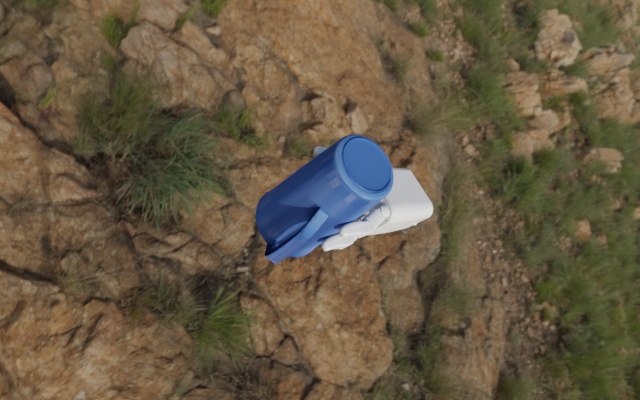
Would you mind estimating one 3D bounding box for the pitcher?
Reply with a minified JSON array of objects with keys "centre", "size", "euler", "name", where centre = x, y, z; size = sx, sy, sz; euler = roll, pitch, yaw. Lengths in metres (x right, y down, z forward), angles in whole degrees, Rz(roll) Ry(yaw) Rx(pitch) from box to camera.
[{"centre":[0.000,0.002,0.772],"size":[0.145,0.149,0.243],"euler":[-1,-22,-36],"name":"pitcher"}]
